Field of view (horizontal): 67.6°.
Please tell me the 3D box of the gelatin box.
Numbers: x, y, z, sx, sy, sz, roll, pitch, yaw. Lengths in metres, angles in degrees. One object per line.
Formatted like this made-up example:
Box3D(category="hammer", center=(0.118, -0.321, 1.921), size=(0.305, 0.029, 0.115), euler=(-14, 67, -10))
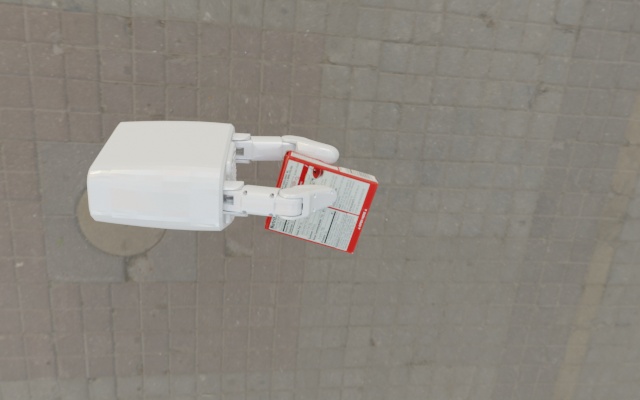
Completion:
Box3D(category="gelatin box", center=(0.000, 0.002, 0.445), size=(0.089, 0.073, 0.030), euler=(16, 16, -5))
